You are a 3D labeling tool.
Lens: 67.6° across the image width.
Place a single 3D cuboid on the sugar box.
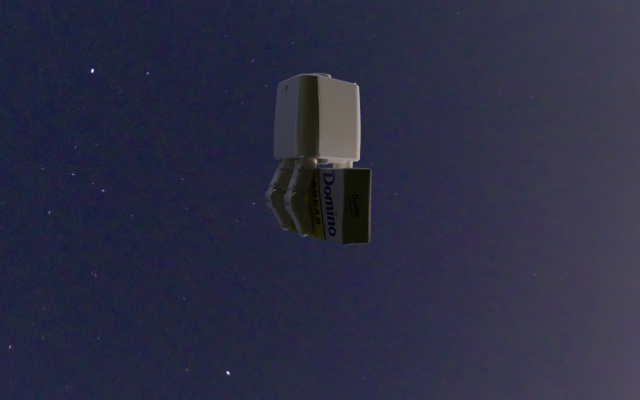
[{"bbox_3d":[0.000,0.002,0.638,0.048,0.093,0.176,-1,3,-28],"label":"sugar box"}]
